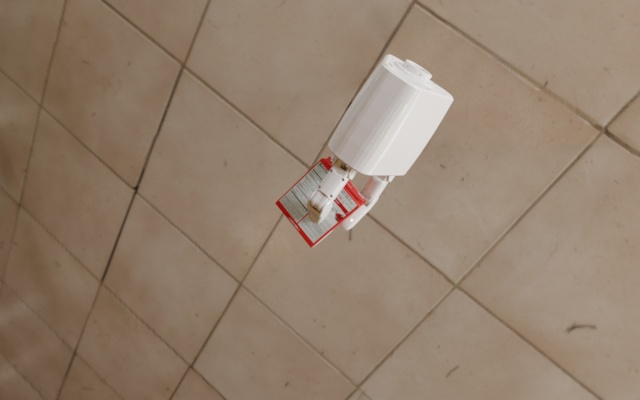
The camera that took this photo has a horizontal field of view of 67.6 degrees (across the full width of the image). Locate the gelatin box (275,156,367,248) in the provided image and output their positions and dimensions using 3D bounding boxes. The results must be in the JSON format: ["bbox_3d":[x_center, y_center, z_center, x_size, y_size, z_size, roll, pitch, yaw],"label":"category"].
[{"bbox_3d":[0.000,0.002,0.583,0.089,0.073,0.030,-42,-6,23],"label":"gelatin box"}]
